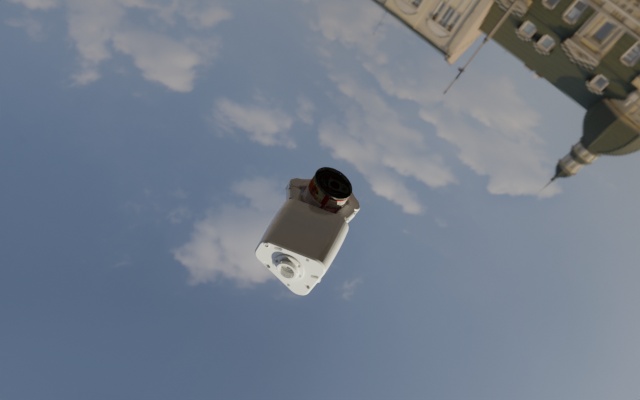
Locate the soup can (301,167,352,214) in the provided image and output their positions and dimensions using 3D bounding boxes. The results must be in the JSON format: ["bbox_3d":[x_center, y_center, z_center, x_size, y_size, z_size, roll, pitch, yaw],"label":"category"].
[{"bbox_3d":[0.000,0.002,0.802,0.068,0.068,0.102,0,-38,-33],"label":"soup can"}]
